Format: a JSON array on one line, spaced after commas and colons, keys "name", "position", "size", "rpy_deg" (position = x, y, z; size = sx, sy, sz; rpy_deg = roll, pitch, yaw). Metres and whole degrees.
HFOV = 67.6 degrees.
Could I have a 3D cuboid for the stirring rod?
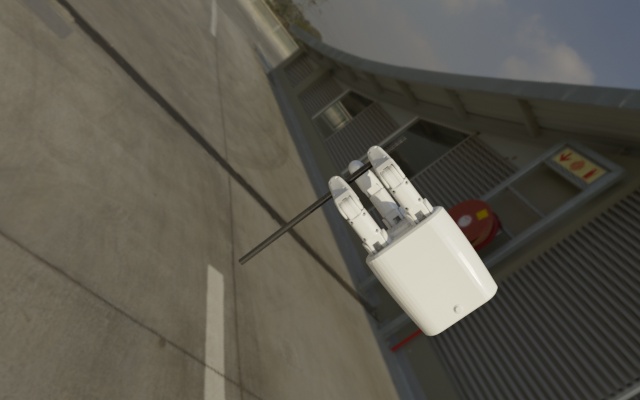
[{"name": "stirring rod", "position": [0.000, 0.002, 0.548], "size": [0.239, 0.011, 0.011], "rpy_deg": [-37, -7, 9]}]
